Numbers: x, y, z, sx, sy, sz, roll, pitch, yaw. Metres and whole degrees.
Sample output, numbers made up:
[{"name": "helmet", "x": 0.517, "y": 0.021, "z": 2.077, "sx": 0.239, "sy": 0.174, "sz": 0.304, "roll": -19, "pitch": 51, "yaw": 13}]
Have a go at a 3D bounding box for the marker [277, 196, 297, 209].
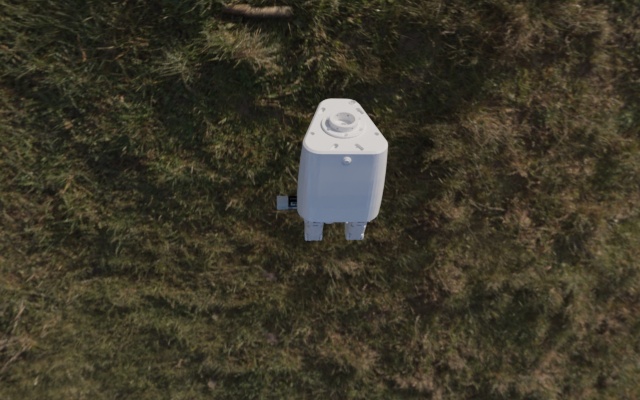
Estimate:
[{"name": "marker", "x": 0.000, "y": 0.002, "z": 0.664, "sx": 0.121, "sy": 0.020, "sz": 0.020, "roll": -1, "pitch": 0, "yaw": -5}]
